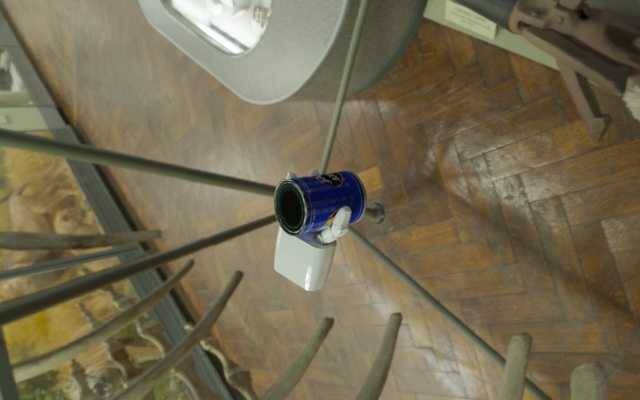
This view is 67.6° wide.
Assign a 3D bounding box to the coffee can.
[{"bbox_3d":[0.000,0.003,0.876,0.140,0.103,0.103,-10,6,-37],"label":"coffee can"}]
